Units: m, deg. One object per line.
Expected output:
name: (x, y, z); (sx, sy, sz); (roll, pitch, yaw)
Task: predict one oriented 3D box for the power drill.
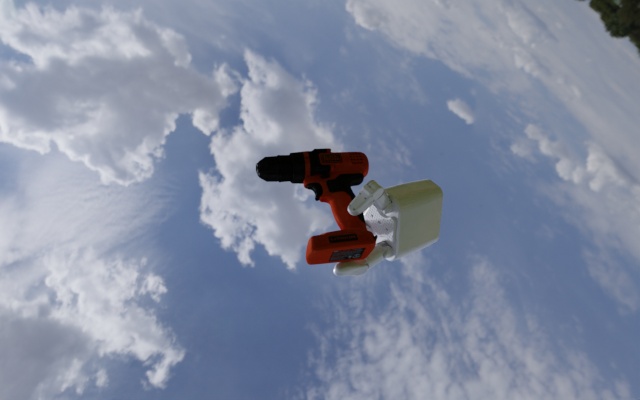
power drill: (0.000, 0.003, 0.736); (0.184, 0.187, 0.057); (-4, -30, -12)
